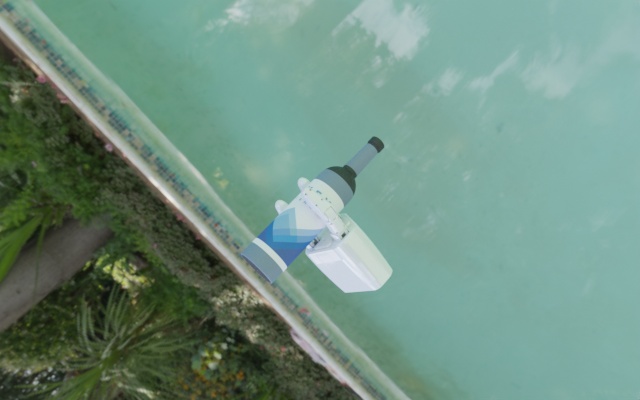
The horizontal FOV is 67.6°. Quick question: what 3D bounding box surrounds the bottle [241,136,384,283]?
[{"bbox_3d":[0.000,0.003,0.769,0.295,0.069,0.069,-46,16,-16],"label":"bottle"}]
